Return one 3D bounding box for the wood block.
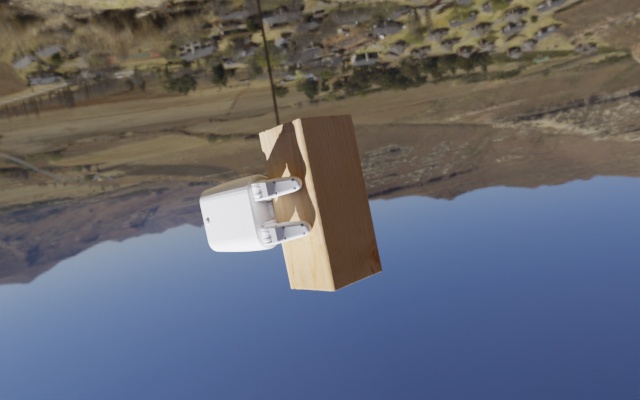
[{"bbox_3d":[0.000,0.002,0.616,0.091,0.206,0.090,-14,3,-42],"label":"wood block"}]
